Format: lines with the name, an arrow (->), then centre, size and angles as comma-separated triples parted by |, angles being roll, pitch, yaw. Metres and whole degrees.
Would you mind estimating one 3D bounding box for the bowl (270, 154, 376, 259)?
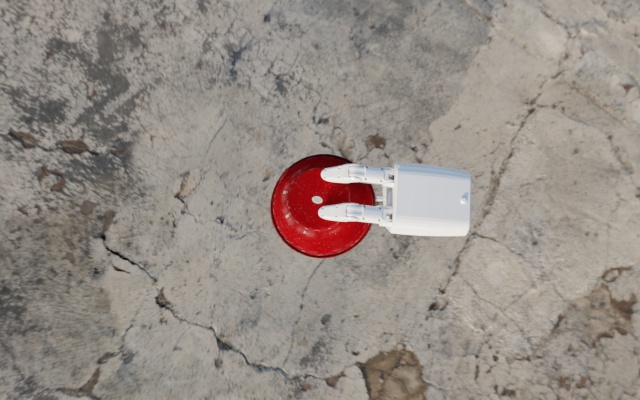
bowl -> -0.001, 0.002, 0.700 | 0.162, 0.162, 0.055 | 0, -11, 7
